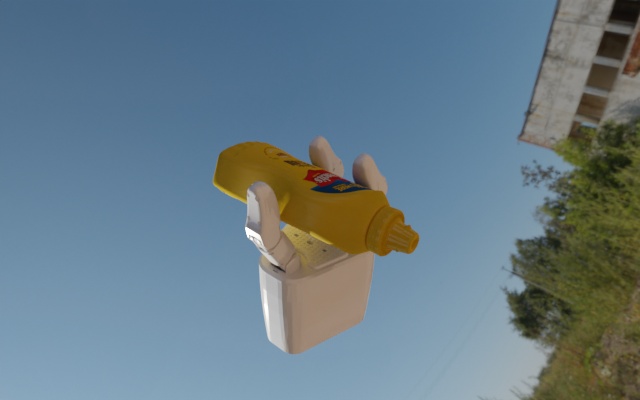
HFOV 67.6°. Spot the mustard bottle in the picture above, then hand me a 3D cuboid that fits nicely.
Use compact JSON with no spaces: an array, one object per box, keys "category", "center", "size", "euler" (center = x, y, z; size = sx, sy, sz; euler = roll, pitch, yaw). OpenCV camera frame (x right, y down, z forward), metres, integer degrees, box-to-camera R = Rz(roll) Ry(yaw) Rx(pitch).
[{"category":"mustard bottle","center":[0.000,0.001,0.427],"size":[0.191,0.058,0.096],"euler":[25,15,32]}]
